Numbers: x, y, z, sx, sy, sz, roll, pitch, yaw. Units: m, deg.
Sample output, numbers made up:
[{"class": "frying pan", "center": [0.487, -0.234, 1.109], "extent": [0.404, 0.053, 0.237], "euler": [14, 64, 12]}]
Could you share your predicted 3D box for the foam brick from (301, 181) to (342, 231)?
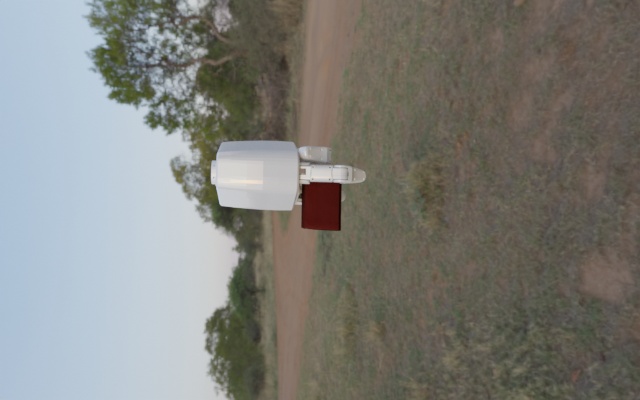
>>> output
[{"class": "foam brick", "center": [0.000, 0.002, 0.667], "extent": [0.051, 0.078, 0.053], "euler": [1, -1, -8]}]
